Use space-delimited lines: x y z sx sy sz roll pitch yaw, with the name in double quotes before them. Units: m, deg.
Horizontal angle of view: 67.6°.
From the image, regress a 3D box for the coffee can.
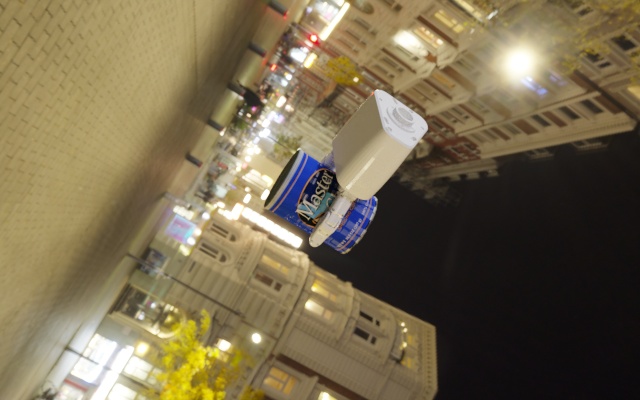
"coffee can" 0.000 0.002 0.724 0.140 0.103 0.103 32 -7 -11
